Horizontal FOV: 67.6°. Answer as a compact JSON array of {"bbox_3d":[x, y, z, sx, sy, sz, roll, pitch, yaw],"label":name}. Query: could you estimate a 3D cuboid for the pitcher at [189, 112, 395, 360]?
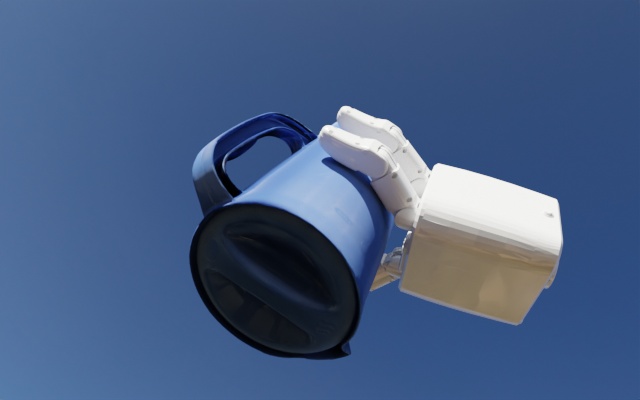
[{"bbox_3d":[0.000,0.001,0.423,0.145,0.149,0.242,17,32,14],"label":"pitcher"}]
